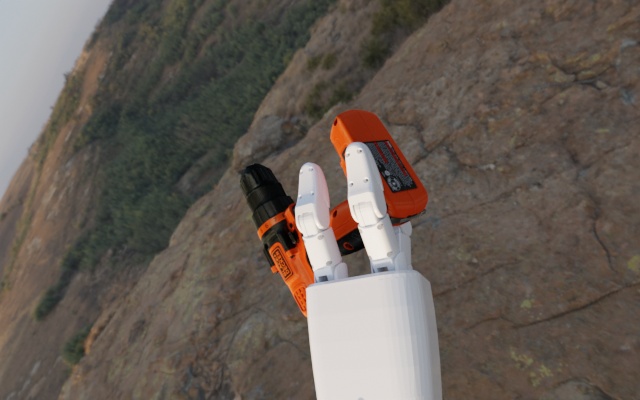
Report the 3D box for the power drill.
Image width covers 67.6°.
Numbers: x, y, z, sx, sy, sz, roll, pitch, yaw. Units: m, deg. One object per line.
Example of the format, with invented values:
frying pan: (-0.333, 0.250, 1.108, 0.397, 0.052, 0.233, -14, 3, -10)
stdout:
power drill: (0.000, 0.001, 0.460, 0.057, 0.184, 0.188, -16, -23, -42)
